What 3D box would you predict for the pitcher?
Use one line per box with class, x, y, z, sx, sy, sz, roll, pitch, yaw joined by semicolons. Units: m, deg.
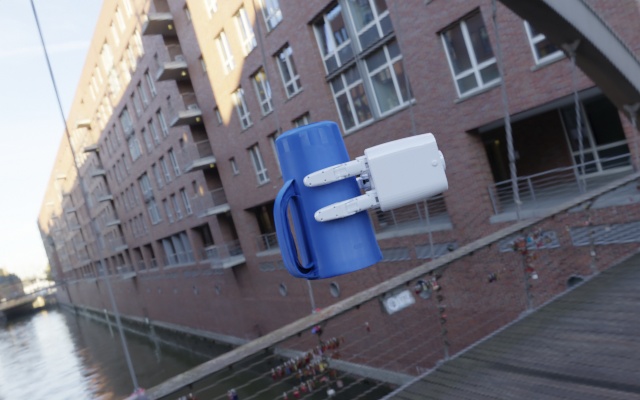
pitcher;0.000;0.002;0.774;0.145;0.243;0.149;-16;0;6
